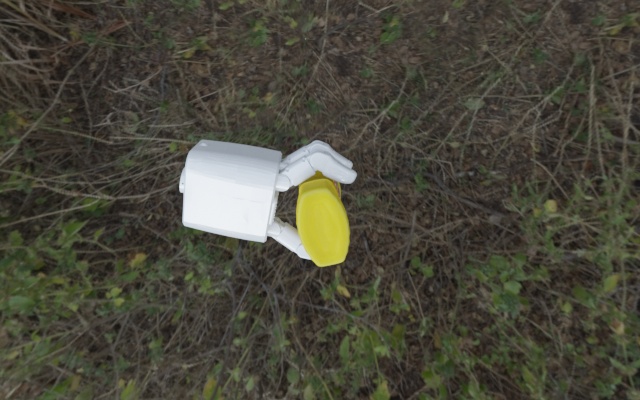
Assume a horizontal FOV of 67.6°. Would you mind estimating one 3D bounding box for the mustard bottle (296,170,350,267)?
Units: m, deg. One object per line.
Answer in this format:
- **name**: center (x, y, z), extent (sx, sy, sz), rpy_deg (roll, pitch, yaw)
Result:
- **mustard bottle**: center (0.000, 0.002, 0.617), extent (0.058, 0.096, 0.191), rpy_deg (-14, 19, 3)
